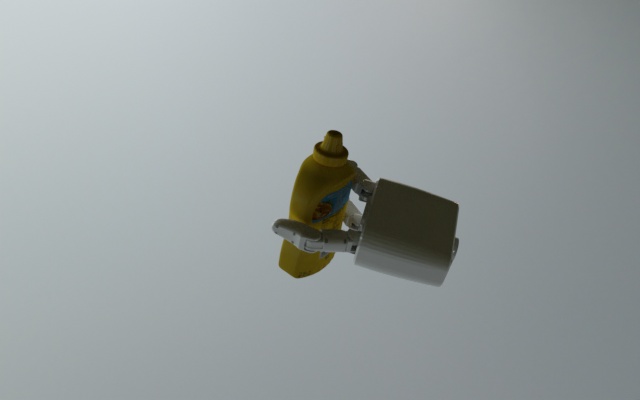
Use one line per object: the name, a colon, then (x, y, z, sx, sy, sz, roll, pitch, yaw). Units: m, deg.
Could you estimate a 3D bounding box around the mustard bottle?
mustard bottle: (0.000, 0.002, 0.588, 0.058, 0.192, 0.096, 32, 39, 25)
